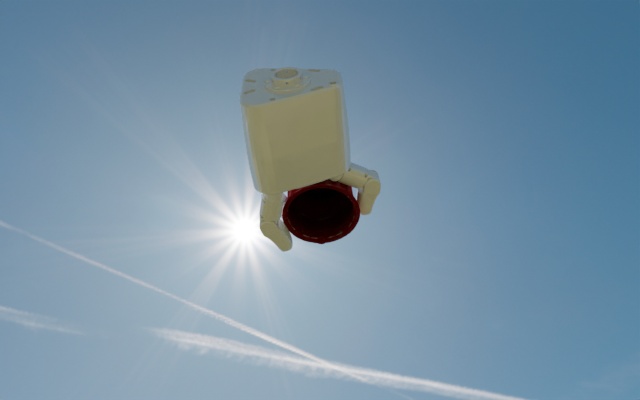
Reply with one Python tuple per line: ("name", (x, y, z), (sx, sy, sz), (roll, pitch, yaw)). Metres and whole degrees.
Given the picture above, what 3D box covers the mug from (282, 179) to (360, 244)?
("mug", (0.000, 0.003, 0.606), (0.093, 0.117, 0.081), (-4, 39, 0))
